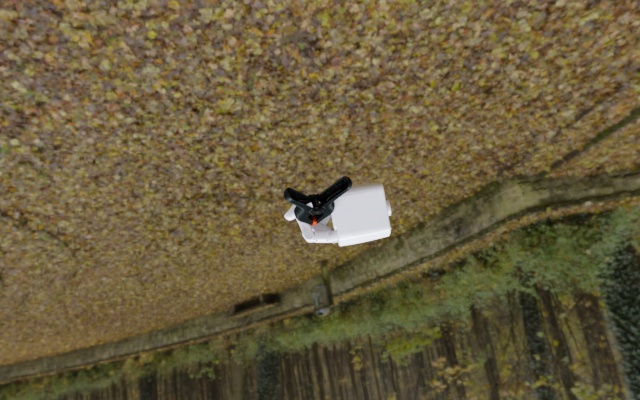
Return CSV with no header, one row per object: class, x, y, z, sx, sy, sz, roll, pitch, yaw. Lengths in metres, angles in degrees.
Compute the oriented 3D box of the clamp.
clamp,0.000,0.004,0.885,0.120,0.039,0.171,-9,-18,0
